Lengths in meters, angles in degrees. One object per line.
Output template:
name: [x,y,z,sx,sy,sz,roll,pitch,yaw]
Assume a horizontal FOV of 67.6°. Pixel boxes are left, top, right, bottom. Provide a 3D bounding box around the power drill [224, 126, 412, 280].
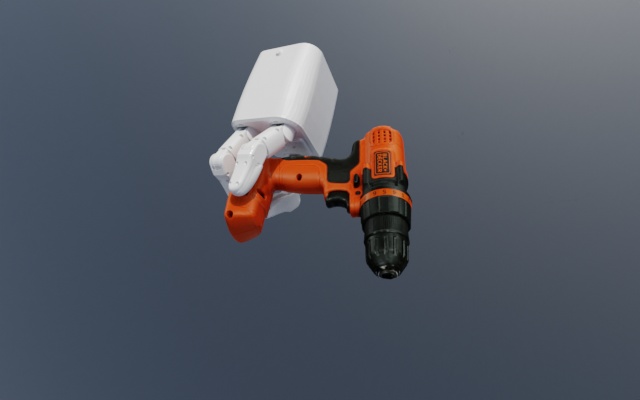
power drill: [0.000,0.001,0.500,0.187,0.184,0.057,-2,-41,9]
